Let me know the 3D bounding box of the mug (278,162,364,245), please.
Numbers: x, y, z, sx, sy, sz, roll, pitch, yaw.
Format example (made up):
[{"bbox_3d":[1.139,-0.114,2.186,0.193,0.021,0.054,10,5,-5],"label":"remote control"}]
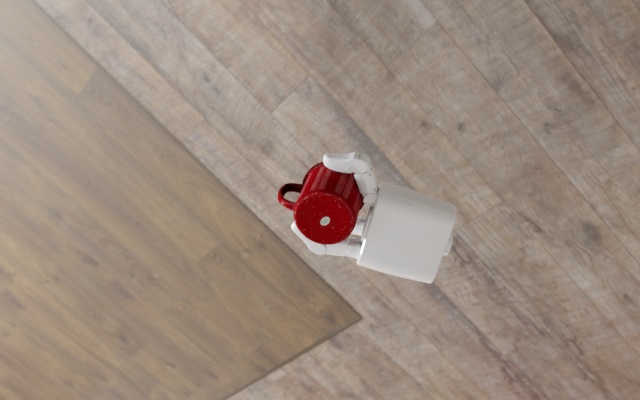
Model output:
[{"bbox_3d":[-0.001,0.002,0.636,0.117,0.093,0.081,15,31,4],"label":"mug"}]
